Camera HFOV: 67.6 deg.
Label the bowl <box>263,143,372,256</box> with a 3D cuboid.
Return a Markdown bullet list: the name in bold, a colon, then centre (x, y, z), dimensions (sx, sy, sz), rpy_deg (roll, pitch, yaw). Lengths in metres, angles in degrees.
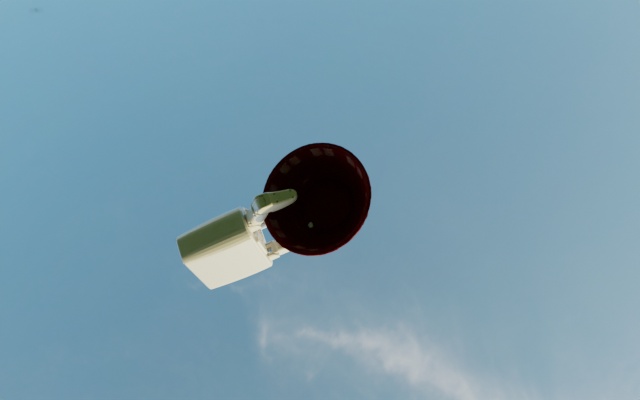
- **bowl**: centre (0.002, 0.002, 0.679), dimensions (0.162, 0.162, 0.055), rpy_deg (0, -14, 21)
